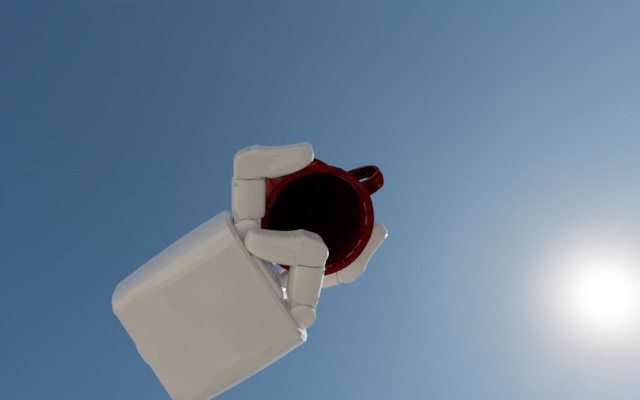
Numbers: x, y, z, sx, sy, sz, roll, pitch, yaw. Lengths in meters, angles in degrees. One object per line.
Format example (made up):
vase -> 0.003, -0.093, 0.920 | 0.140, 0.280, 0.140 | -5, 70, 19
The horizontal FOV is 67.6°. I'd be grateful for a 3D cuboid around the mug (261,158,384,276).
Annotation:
mug -> 0.001, 0.000, 0.416 | 0.117, 0.093, 0.081 | -31, 20, -3
